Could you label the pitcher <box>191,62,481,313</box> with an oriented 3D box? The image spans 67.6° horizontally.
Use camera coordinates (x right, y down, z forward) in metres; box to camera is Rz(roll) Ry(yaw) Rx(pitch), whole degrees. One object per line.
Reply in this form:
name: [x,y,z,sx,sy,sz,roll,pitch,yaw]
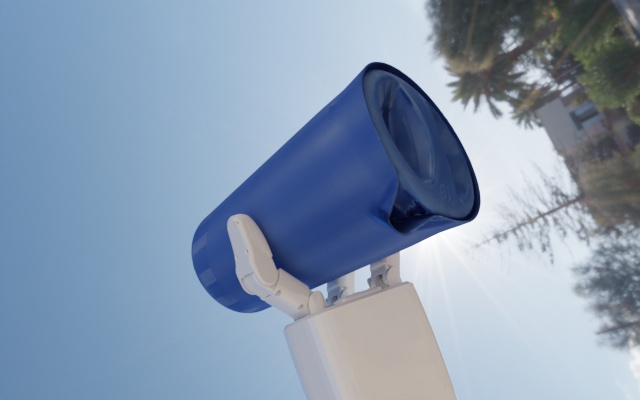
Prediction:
pitcher: [0.000,0.002,0.413,0.243,0.145,0.149,-33,-18,35]
